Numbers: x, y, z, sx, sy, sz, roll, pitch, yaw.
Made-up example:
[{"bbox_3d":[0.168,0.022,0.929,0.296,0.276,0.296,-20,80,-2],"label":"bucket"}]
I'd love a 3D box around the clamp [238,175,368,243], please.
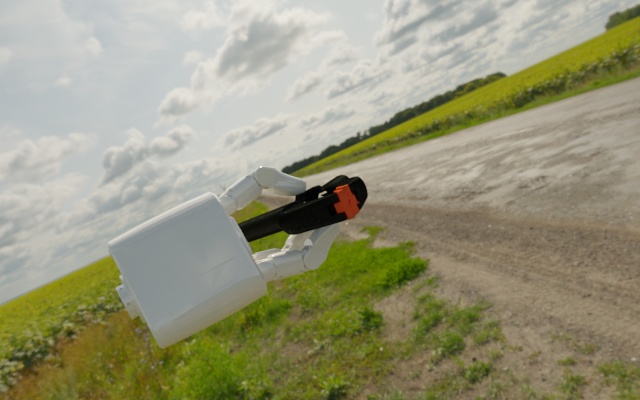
[{"bbox_3d":[0.000,0.001,0.510,0.164,0.036,0.210,-28,6,-24],"label":"clamp"}]
